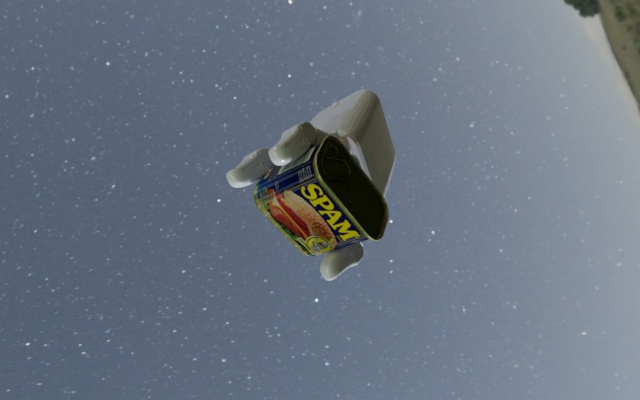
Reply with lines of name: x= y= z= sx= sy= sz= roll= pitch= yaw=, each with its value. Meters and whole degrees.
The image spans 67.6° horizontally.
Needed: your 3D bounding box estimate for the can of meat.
can of meat: x=0.000 y=0.002 z=0.450 sx=0.084 sy=0.102 sz=0.057 roll=-22 pitch=30 yaw=36
